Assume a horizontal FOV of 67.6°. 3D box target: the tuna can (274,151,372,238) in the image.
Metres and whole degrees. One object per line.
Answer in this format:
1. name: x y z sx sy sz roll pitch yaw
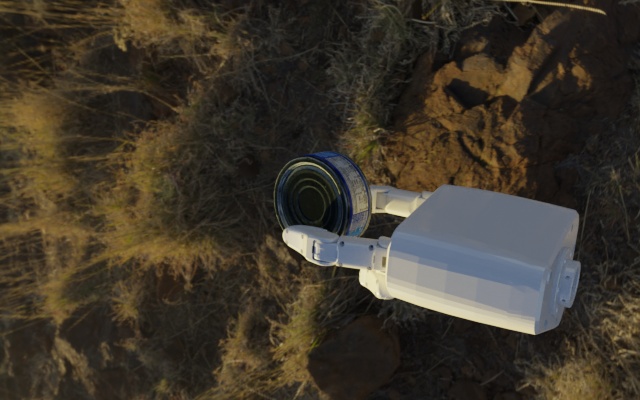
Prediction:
1. tuna can: 0.000 0.001 0.413 0.086 0.086 0.034 0 10 40
